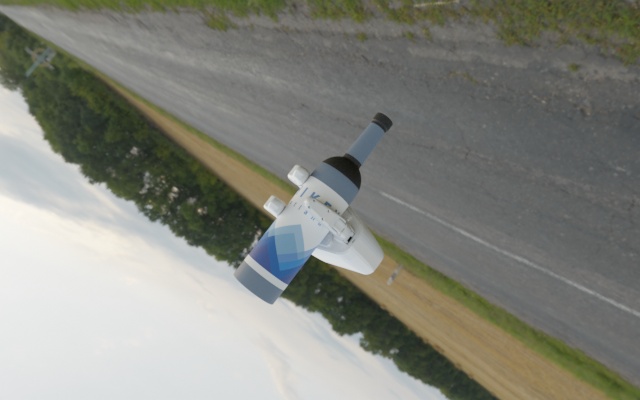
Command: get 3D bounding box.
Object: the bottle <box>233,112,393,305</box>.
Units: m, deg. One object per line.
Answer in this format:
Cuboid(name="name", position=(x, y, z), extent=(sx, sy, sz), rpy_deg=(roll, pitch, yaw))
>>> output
Cuboid(name="bottle", position=(0.000, 0.002, 0.647), extent=(0.069, 0.295, 0.069), rpy_deg=(37, -6, 5))
